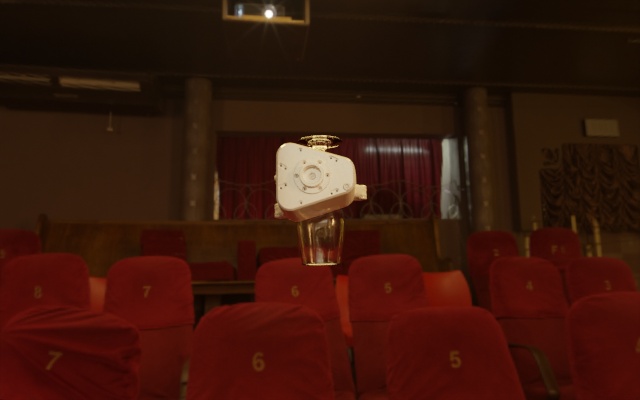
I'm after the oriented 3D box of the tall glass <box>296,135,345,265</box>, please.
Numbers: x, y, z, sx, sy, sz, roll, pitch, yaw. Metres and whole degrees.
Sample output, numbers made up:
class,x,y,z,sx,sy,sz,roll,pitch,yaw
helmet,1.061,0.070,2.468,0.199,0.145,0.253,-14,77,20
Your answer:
class,x,y,z,sx,sy,sz,roll,pitch,yaw
tall glass,0.000,0.002,0.765,0.079,0.201,0.079,-1,-8,0
